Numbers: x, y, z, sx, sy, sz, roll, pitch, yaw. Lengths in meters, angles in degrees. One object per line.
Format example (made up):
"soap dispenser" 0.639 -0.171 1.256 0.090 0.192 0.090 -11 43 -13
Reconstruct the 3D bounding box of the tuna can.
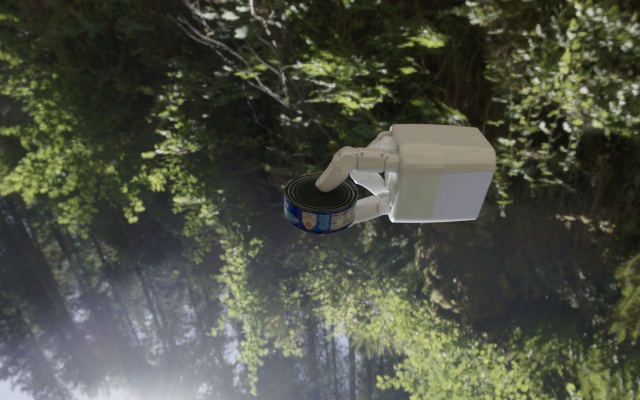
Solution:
"tuna can" 0.000 0.002 0.558 0.086 0.034 0.086 3 33 -2
